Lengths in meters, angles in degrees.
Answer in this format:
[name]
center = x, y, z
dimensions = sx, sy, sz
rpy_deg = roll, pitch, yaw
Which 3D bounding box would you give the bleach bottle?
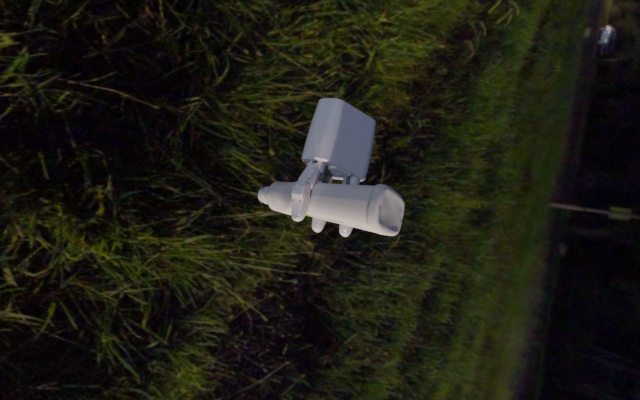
[bleach bottle]
center = 0.000, 0.003, 0.763
dimensions = 0.251, 0.068, 0.102
rpy_deg = 8, -10, 32
